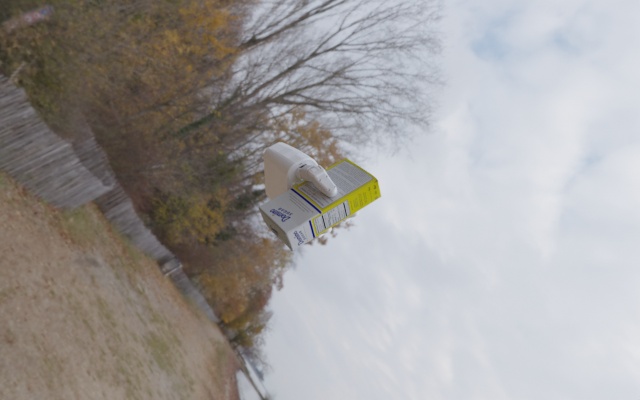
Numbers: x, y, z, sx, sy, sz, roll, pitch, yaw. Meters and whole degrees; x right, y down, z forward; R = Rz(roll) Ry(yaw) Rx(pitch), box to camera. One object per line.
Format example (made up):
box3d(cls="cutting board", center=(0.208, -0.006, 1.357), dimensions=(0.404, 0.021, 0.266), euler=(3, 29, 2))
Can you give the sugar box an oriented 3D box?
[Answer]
box3d(cls="sugar box", center=(0.000, 0.003, 0.765), dimensions=(0.176, 0.048, 0.093), euler=(-32, 40, -17))
